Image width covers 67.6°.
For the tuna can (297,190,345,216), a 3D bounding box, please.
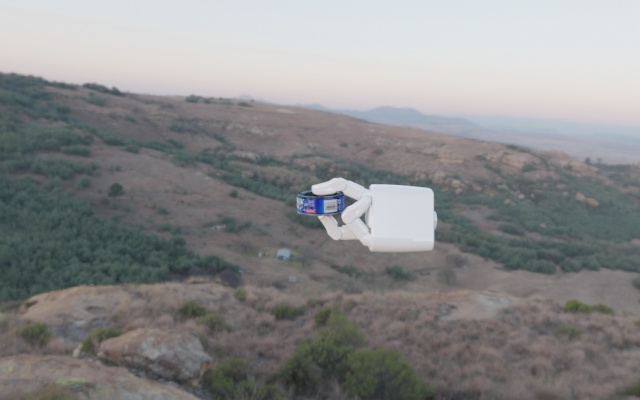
[{"bbox_3d":[0.000,0.002,0.852,0.086,0.034,0.086,-1,10,0],"label":"tuna can"}]
